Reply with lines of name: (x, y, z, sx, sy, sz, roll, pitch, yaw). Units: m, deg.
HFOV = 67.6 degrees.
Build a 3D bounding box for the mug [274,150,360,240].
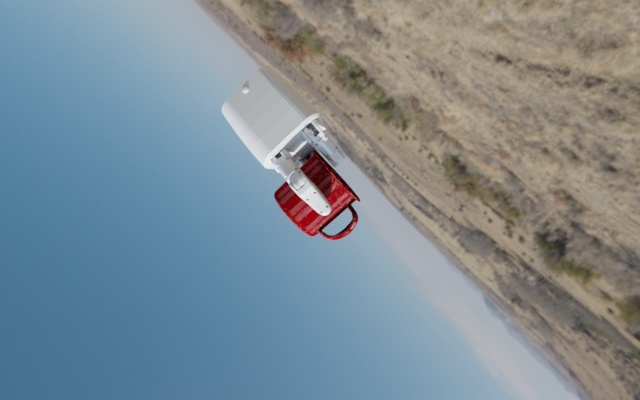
mug: (0.001, 0.003, 0.633, 0.081, 0.117, 0.093, -42, -20, 6)
